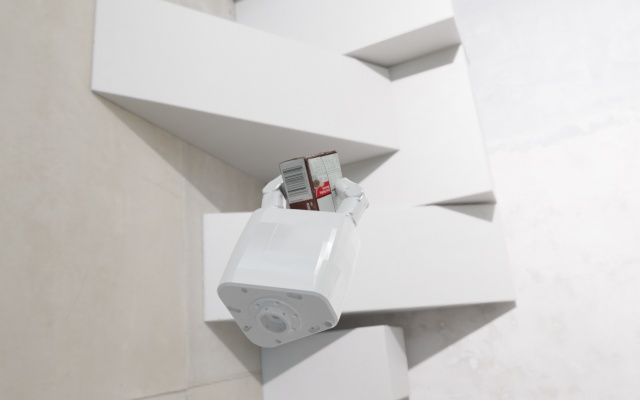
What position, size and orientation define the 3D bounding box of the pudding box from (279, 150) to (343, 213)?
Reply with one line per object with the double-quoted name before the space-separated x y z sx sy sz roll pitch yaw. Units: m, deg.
"pudding box" 0.000 0.002 0.560 0.039 0.113 0.090 -10 6 25
